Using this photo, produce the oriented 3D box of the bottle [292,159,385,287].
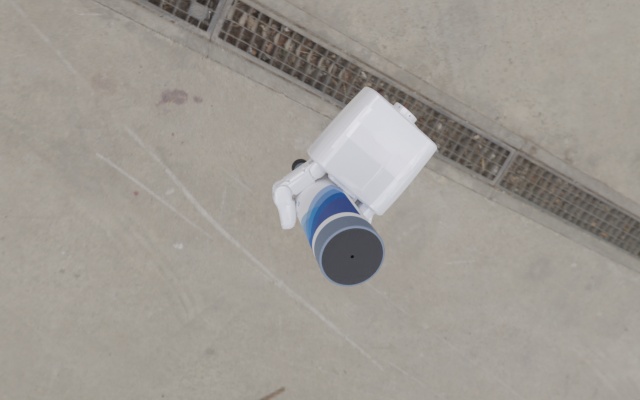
[{"bbox_3d":[0.000,0.002,0.594,0.069,0.069,0.295,0,21,-13],"label":"bottle"}]
